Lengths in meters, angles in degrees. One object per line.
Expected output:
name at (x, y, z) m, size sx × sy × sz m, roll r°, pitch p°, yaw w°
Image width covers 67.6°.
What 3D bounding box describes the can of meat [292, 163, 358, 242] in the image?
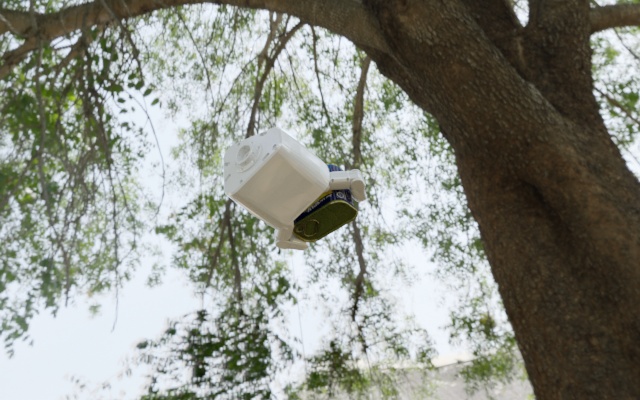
can of meat at (0.000, 0.002, 0.736) m, size 0.102 × 0.084 × 0.057 m, roll -32°, pitch -44°, yaw 24°
